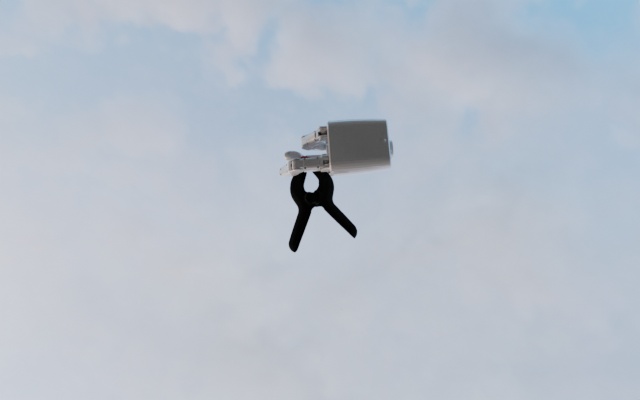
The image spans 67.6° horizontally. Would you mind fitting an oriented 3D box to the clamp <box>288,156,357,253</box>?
[{"bbox_3d":[0.000,0.003,0.842,0.120,0.171,0.039,-4,-13,2],"label":"clamp"}]
